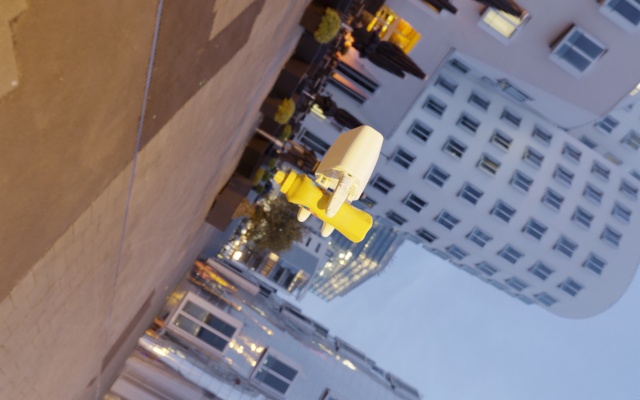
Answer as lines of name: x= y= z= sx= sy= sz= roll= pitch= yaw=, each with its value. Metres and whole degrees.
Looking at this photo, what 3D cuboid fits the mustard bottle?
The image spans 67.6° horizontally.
mustard bottle: x=0.000 y=0.003 z=0.872 sx=0.191 sy=0.058 sz=0.096 roll=32 pitch=4 yaw=-6
